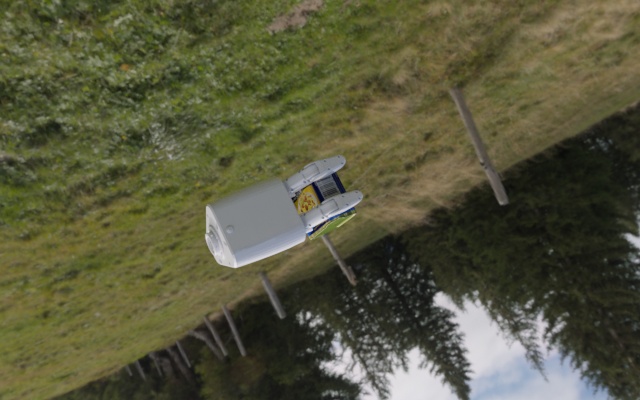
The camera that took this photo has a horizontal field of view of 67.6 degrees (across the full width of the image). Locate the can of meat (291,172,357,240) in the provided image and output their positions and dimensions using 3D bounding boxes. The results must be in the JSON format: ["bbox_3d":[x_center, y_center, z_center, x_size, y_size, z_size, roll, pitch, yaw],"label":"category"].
[{"bbox_3d":[0.000,0.003,0.704,0.057,0.084,0.102,-21,-11,-28],"label":"can of meat"}]
